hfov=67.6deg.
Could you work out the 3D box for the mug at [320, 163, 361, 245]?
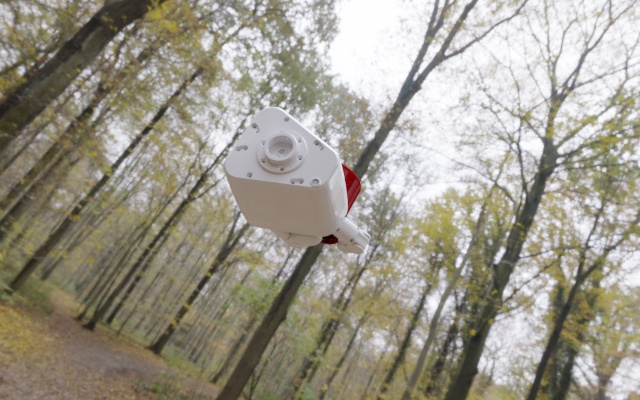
[{"bbox_3d":[0.000,0.002,0.615,0.093,0.081,0.117,24,-21,15],"label":"mug"}]
